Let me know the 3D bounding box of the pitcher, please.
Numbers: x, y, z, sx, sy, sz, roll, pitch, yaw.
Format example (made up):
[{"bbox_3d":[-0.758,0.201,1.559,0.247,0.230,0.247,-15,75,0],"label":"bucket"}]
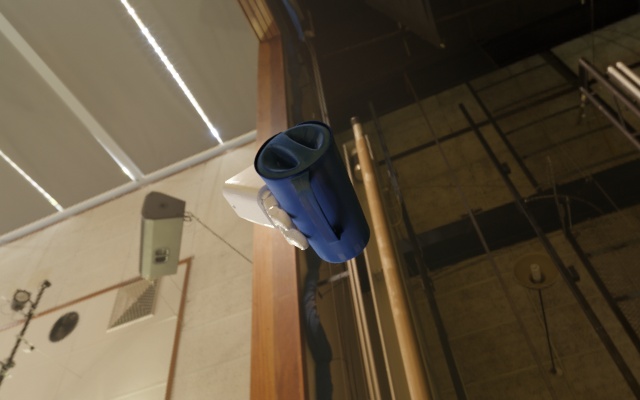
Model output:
[{"bbox_3d":[0.000,0.003,0.802,0.145,0.149,0.243,11,-36,38],"label":"pitcher"}]
